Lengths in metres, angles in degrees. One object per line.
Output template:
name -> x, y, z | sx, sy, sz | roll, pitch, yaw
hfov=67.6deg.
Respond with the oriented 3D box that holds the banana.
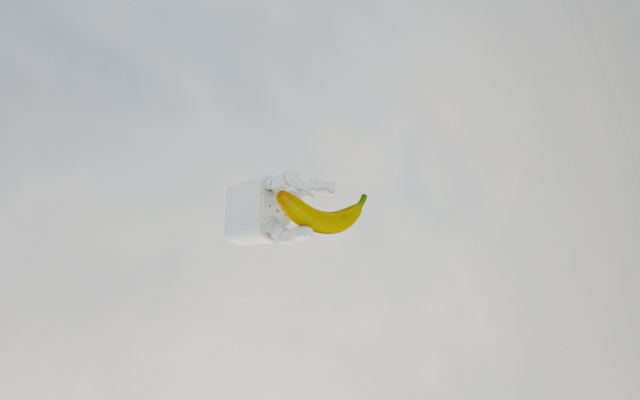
banana -> 0.003, 0.021, 0.785 | 0.198, 0.069, 0.037 | 1, -4, -45
